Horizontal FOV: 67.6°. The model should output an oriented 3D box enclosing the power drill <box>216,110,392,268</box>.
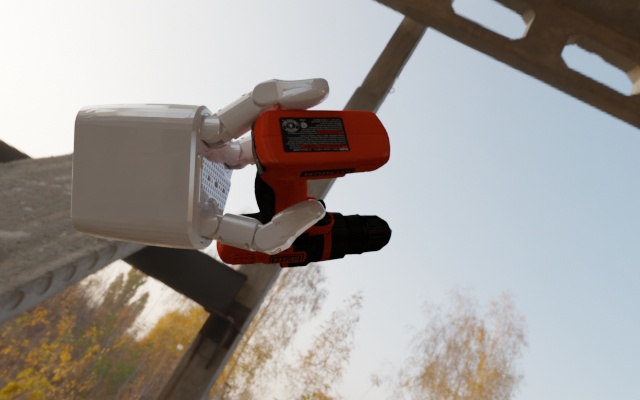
[{"bbox_3d":[0.000,0.001,0.437,0.184,0.057,0.188,-4,-34,-16],"label":"power drill"}]
